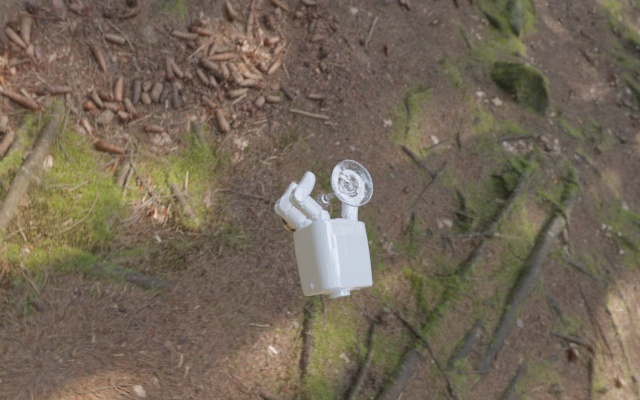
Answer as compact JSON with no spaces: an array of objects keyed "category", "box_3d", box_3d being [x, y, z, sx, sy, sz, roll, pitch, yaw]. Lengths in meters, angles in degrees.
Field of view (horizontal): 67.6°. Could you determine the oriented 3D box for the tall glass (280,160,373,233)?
[{"category":"tall glass","box_3d":[0.000,0.002,0.798,0.079,0.079,0.201,0,-16,-30]}]
